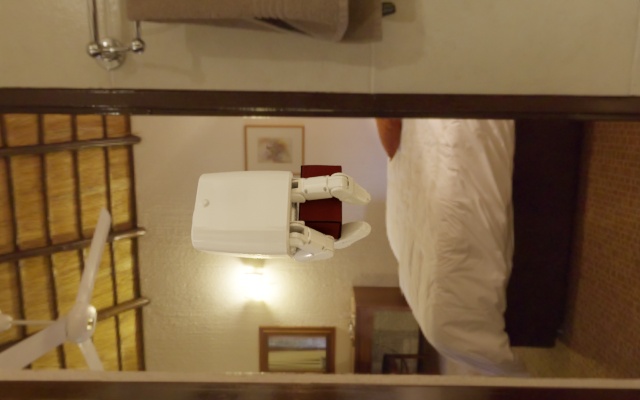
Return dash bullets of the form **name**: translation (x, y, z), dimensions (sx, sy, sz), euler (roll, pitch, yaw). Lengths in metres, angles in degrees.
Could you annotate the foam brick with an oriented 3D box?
- **foam brick**: translation (0.000, 0.002, 0.579), dimensions (0.051, 0.078, 0.053), euler (1, -27, 1)
